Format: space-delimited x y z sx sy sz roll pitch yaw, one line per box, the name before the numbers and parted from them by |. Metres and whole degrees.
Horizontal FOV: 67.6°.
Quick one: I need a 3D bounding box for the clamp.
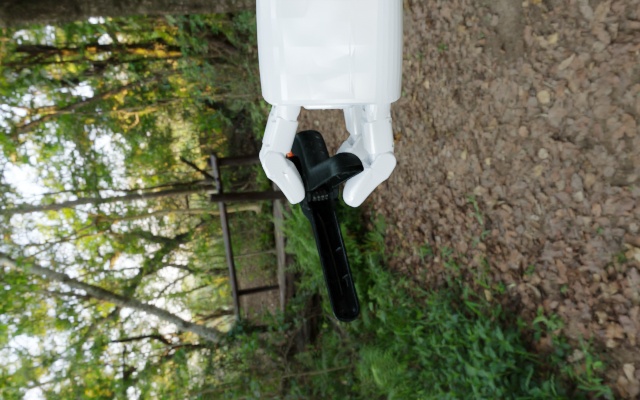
clamp | -0.001 0.001 0.463 0.036 0.165 0.210 -8 27 -12
